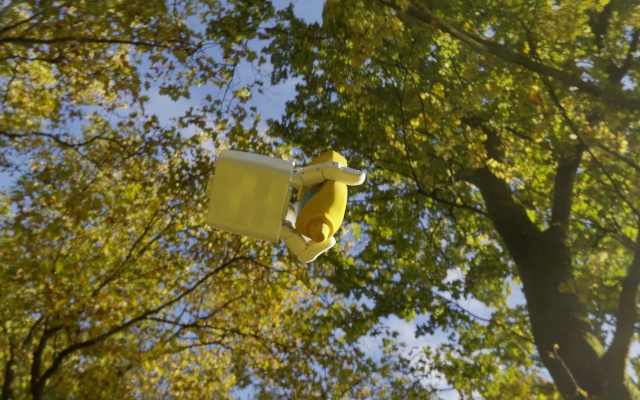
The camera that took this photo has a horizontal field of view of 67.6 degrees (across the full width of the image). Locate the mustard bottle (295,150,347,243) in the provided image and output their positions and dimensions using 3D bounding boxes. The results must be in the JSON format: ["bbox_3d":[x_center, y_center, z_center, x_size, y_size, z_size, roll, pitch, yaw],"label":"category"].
[{"bbox_3d":[0.000,0.002,0.703,0.058,0.096,0.191,34,24,-15],"label":"mustard bottle"}]
